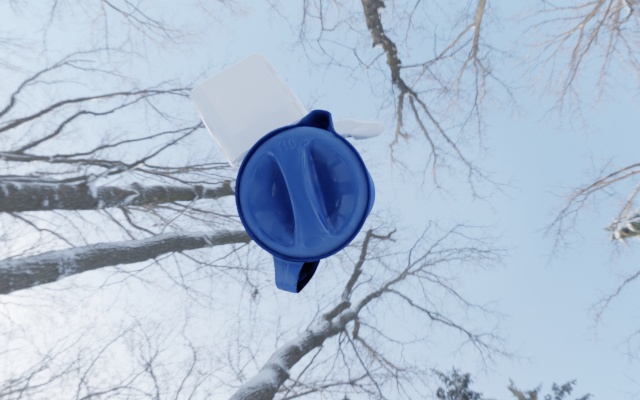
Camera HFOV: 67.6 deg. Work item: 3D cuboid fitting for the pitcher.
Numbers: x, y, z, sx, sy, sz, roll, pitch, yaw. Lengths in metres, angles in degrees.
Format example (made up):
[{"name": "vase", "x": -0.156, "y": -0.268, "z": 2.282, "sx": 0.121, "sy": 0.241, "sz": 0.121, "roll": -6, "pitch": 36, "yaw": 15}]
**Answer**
[{"name": "pitcher", "x": 0.000, "y": 0.002, "z": 0.566, "sx": 0.149, "sy": 0.145, "sz": 0.243, "roll": -35, "pitch": -6, "yaw": 9}]
